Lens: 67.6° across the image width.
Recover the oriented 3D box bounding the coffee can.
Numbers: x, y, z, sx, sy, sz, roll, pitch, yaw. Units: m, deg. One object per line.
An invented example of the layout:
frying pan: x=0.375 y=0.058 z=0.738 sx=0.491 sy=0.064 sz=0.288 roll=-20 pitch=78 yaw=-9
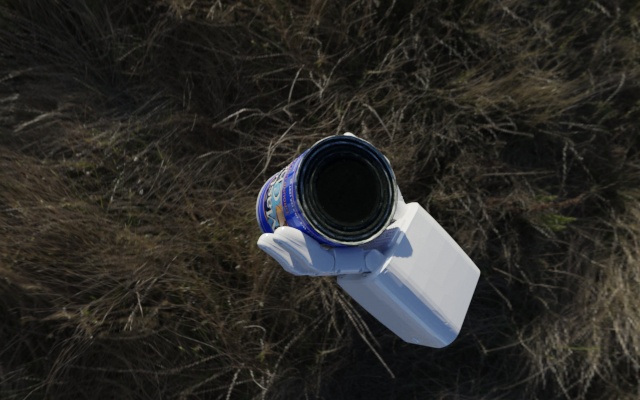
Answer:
coffee can: x=0.000 y=0.001 z=0.493 sx=0.103 sy=0.103 sz=0.140 roll=0 pitch=-10 yaw=-22
